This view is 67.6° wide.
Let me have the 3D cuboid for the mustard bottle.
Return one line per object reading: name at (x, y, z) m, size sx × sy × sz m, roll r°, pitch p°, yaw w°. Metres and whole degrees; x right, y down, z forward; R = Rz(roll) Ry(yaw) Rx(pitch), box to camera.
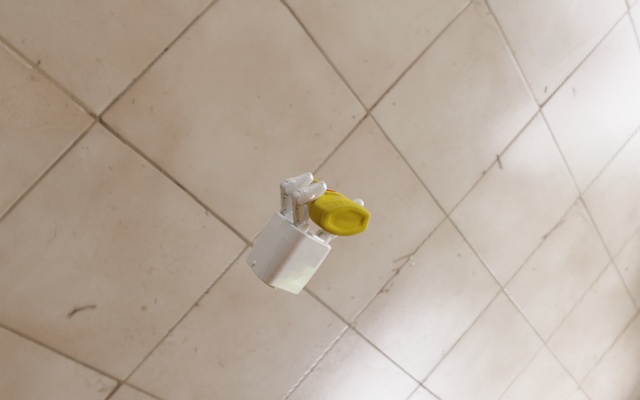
mustard bottle at (0.000, 0.003, 0.851) m, size 0.096 × 0.058 × 0.191 m, roll 4°, pitch 17°, yaw -30°
